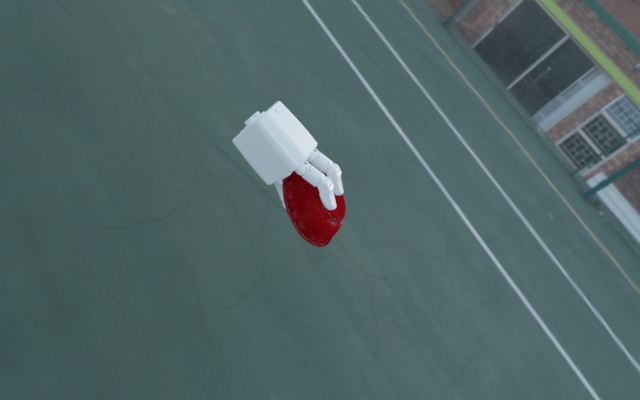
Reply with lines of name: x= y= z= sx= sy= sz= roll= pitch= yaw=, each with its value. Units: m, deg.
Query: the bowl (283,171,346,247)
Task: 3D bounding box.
bowl: x=0.001 y=0.004 z=0.896 sx=0.055 sy=0.162 sz=0.162 roll=-22 pitch=-11 yaw=28
